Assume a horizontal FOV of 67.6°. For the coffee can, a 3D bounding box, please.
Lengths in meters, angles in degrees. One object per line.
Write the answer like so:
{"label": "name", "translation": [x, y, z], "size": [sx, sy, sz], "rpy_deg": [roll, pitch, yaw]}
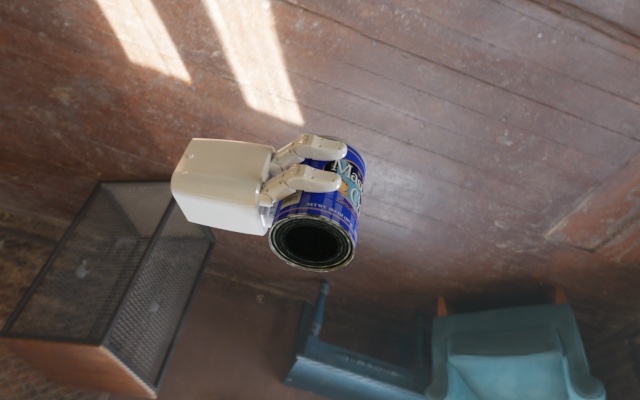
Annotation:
{"label": "coffee can", "translation": [0.000, 0.002, 0.595], "size": [0.103, 0.140, 0.103], "rpy_deg": [6, -44, 6]}
